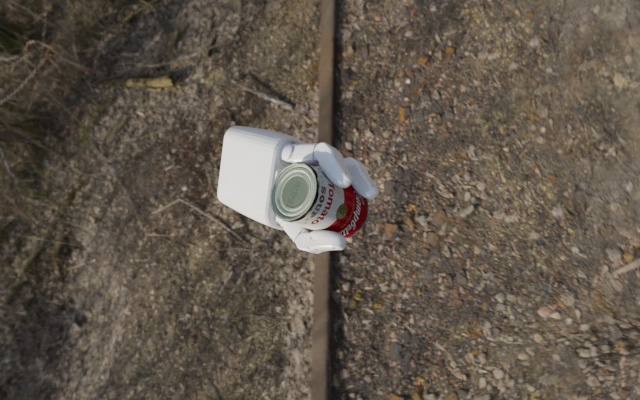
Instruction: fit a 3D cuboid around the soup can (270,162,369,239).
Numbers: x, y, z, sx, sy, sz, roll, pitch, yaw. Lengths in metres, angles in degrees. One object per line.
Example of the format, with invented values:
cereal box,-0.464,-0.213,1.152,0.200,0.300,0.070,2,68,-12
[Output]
soup can,0.000,0.002,0.545,0.068,0.068,0.102,0,-14,37
